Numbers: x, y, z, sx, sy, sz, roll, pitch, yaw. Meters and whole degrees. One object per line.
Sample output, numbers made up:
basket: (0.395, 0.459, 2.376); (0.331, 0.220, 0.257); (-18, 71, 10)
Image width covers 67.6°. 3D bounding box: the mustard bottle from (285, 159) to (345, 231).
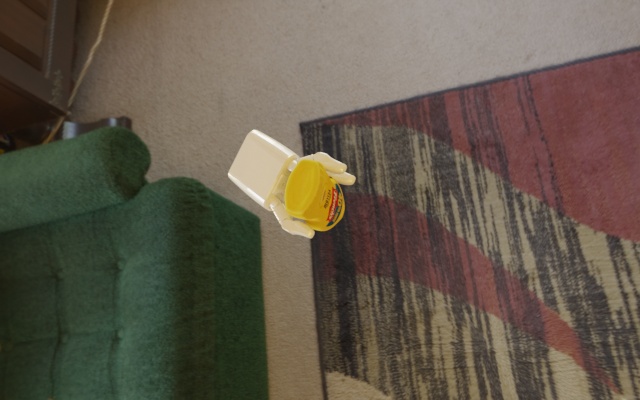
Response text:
mustard bottle: (0.000, 0.003, 0.848); (0.058, 0.096, 0.192); (10, -13, 22)
